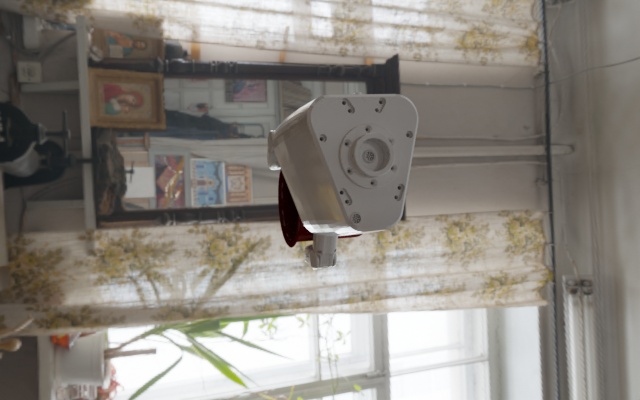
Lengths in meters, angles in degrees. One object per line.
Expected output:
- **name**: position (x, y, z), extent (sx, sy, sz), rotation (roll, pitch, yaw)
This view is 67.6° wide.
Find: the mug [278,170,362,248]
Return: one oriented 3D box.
- **mug**: position (0.000, 0.002, 0.527), extent (0.081, 0.093, 0.117), rotation (-3, -1, -17)
